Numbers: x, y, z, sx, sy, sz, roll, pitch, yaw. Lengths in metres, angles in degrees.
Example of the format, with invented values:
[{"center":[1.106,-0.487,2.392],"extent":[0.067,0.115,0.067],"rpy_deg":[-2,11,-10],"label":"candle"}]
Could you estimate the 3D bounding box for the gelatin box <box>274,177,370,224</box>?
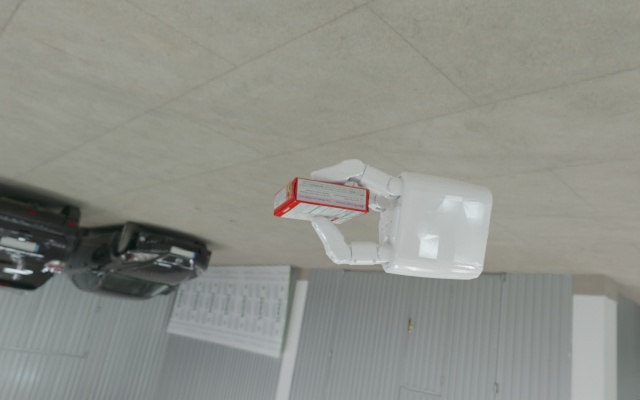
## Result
[{"center":[0.000,0.002,0.536],"extent":[0.089,0.030,0.073],"rpy_deg":[8,-16,-21],"label":"gelatin box"}]
